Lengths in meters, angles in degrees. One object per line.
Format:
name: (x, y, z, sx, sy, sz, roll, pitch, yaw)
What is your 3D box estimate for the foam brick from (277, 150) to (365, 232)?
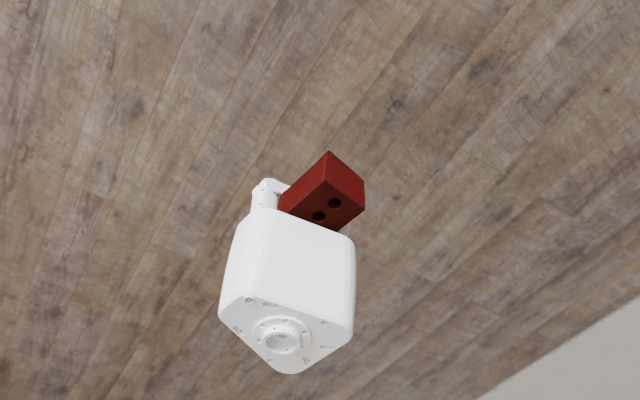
foam brick: (0.000, 0.001, 0.476, 0.053, 0.051, 0.078, 36, -60, -21)
